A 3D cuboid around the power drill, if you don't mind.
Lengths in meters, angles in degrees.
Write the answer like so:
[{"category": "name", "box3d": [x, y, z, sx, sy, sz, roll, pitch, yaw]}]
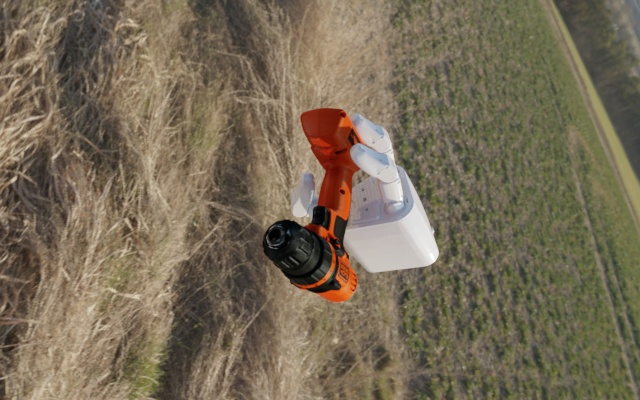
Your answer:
[{"category": "power drill", "box3d": [0.000, 0.001, 0.500, 0.057, 0.187, 0.184, 1, -22, 20]}]
